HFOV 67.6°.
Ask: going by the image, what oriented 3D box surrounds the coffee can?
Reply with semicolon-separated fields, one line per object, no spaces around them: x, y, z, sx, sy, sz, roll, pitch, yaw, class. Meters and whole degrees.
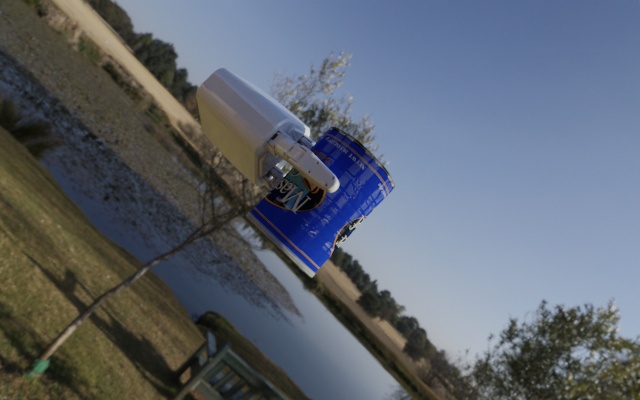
0.000;0.002;0.545;0.103;0.140;0.103;43;-6;5;coffee can
